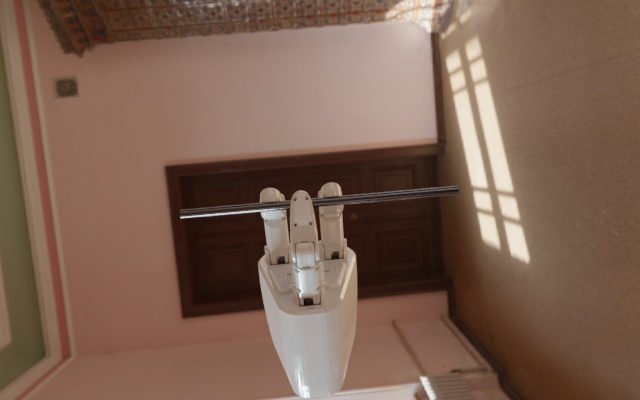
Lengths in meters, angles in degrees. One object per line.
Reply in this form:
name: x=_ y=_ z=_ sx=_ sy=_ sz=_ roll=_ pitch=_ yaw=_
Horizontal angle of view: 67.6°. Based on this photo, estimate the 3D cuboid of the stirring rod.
stirring rod: x=0.000 y=0.001 z=0.414 sx=0.239 sy=0.011 sz=0.011 roll=-5 pitch=0 yaw=-2
